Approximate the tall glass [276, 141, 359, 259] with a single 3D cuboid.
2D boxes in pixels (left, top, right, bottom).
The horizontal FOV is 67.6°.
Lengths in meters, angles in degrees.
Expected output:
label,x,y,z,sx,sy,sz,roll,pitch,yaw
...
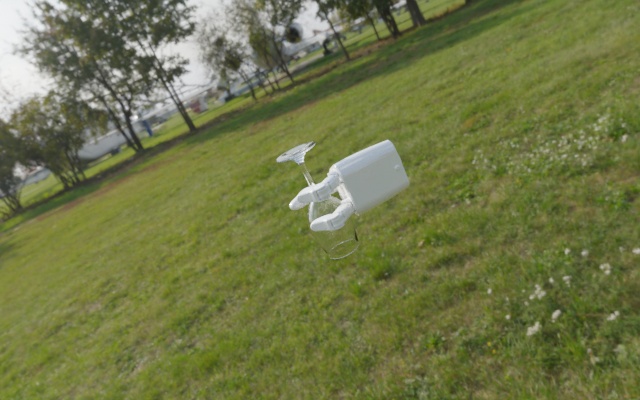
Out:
label,x,y,z,sx,sy,sz,roll,pitch,yaw
tall glass,0.000,0.002,0.833,0.079,0.201,0.079,-23,17,8
